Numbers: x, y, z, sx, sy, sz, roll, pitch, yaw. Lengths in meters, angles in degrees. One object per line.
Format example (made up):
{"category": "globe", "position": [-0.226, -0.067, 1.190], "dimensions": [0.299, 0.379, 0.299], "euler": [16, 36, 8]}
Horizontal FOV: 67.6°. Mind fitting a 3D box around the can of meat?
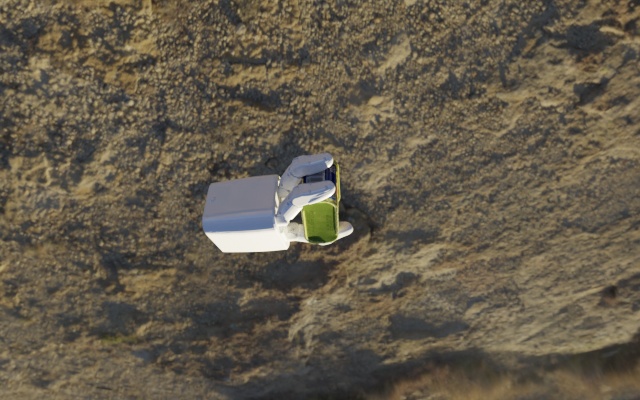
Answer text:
{"category": "can of meat", "position": [0.000, 0.003, 0.703], "dimensions": [0.057, 0.083, 0.102], "euler": [-2, -43, 3]}
